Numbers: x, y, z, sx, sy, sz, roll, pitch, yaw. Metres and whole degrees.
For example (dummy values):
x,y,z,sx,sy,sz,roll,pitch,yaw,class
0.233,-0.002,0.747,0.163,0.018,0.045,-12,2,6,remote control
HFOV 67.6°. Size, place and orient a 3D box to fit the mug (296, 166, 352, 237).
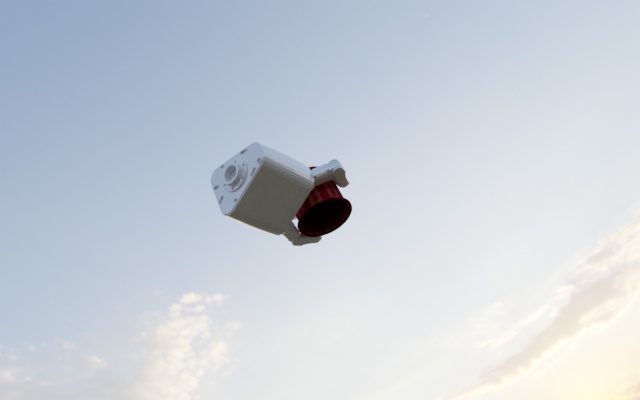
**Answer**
x,y,z,sx,sy,sz,roll,pitch,yaw,class
0.001,0.003,0.783,0.093,0.081,0.117,-42,-39,19,mug
